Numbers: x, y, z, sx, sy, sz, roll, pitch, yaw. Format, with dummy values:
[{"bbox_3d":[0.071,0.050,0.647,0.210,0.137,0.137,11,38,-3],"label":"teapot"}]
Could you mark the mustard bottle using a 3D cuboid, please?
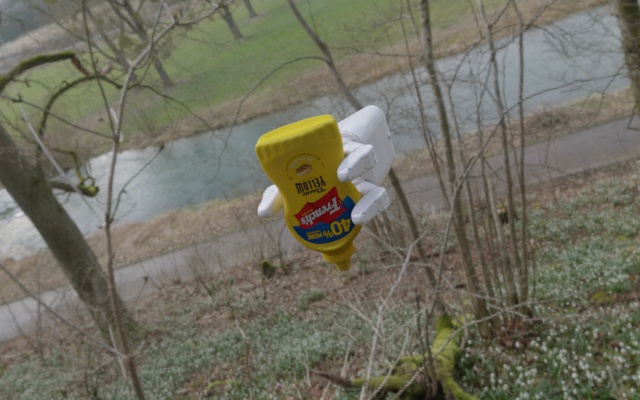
[{"bbox_3d":[0.000,0.002,0.568,0.096,0.192,0.058,-17,23,8],"label":"mustard bottle"}]
